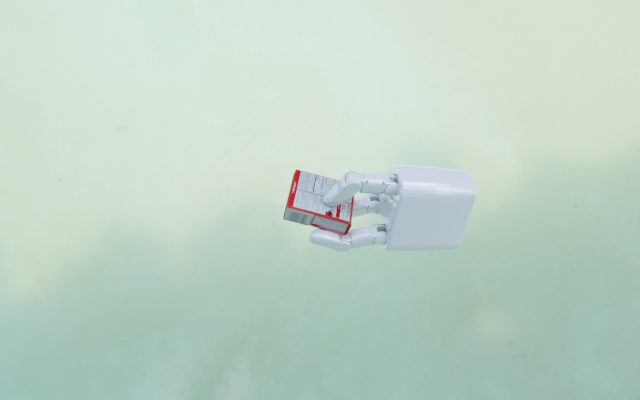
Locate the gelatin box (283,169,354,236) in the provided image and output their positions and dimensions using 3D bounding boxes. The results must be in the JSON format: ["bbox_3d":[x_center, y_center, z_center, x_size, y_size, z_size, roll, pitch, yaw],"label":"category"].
[{"bbox_3d":[0.000,0.002,0.644,0.089,0.073,0.030,15,-43,-5],"label":"gelatin box"}]
